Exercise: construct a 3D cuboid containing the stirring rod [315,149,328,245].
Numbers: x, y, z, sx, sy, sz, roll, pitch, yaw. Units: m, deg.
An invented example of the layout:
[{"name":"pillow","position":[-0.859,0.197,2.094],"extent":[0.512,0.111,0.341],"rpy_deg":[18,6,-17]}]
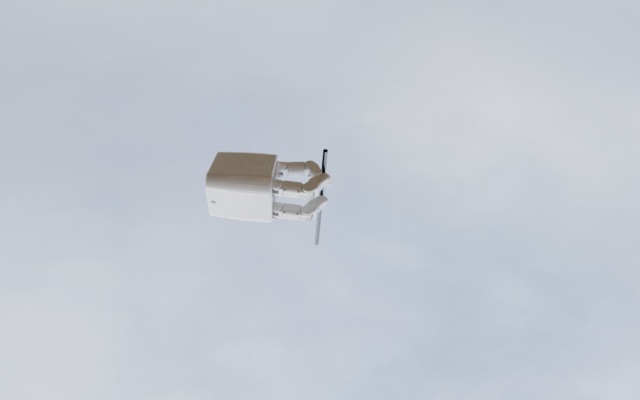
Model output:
[{"name":"stirring rod","position":[0.000,0.003,0.833],"extent":[0.011,0.011,0.240],"rpy_deg":[0,-42,-5]}]
